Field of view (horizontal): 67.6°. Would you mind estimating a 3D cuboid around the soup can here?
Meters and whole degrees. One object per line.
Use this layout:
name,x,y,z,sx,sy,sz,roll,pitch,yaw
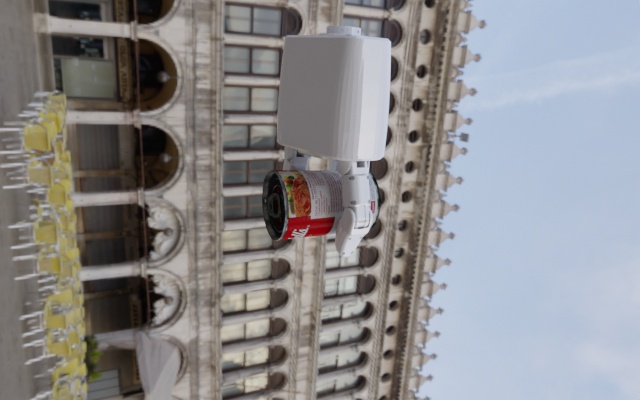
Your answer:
soup can,0.000,0.002,0.478,0.102,0.068,0.068,-4,2,-25
